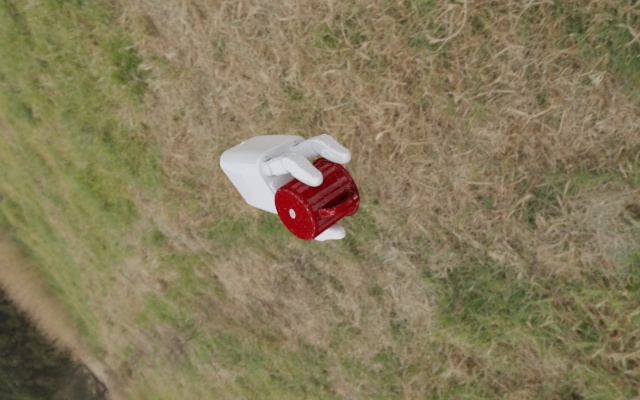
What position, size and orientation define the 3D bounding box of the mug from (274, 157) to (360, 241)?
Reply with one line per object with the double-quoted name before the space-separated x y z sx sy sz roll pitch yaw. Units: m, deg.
"mug" 0.001 0.002 0.634 0.081 0.093 0.117 -35 28 -33
